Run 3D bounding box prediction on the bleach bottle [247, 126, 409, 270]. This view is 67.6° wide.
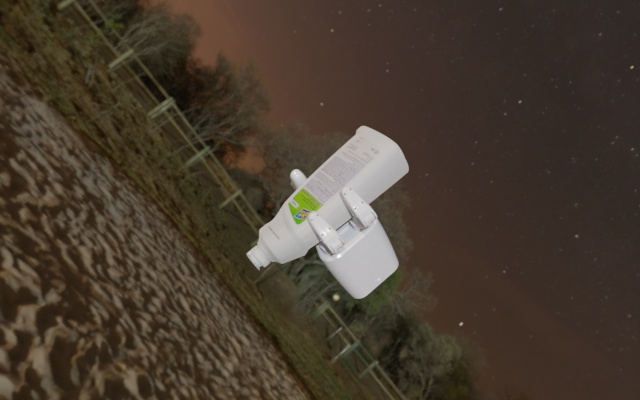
[{"bbox_3d":[0.000,0.002,0.673,0.251,0.068,0.102,-39,37,-8],"label":"bleach bottle"}]
